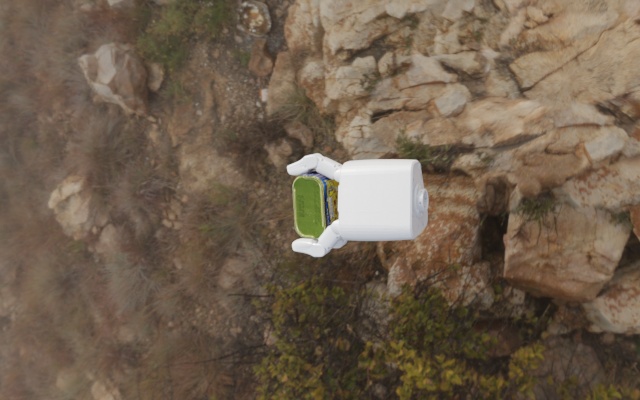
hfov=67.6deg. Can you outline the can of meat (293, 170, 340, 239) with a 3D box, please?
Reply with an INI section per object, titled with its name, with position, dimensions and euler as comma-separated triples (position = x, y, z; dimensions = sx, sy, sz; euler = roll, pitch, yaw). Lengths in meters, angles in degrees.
[can of meat]
position = 0.000, 0.002, 0.744
dimensions = 0.057, 0.102, 0.084
euler = 3, 14, 26
